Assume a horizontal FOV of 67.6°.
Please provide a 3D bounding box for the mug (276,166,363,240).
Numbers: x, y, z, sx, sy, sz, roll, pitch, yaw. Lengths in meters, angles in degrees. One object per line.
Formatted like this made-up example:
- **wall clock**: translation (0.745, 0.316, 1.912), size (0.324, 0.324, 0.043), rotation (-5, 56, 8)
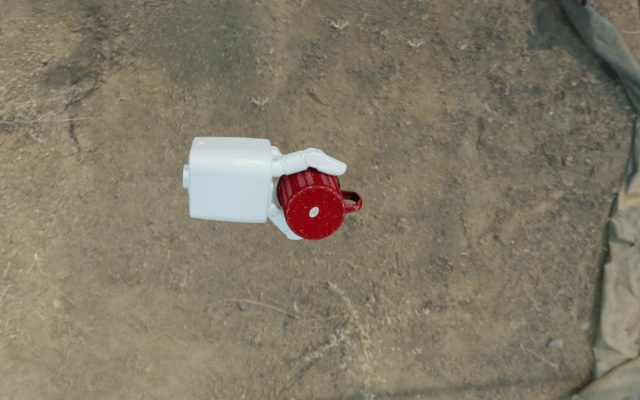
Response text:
- **mug**: translation (0.002, 0.002, 0.655), size (0.117, 0.093, 0.081), rotation (3, 23, -10)
